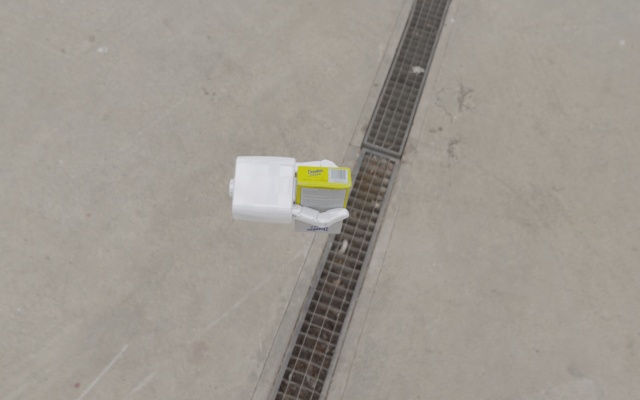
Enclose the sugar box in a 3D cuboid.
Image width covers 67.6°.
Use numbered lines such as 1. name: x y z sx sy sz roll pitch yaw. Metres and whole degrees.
1. sugar box: 0.000 0.002 0.880 0.093 0.048 0.176 3 -28 -3
